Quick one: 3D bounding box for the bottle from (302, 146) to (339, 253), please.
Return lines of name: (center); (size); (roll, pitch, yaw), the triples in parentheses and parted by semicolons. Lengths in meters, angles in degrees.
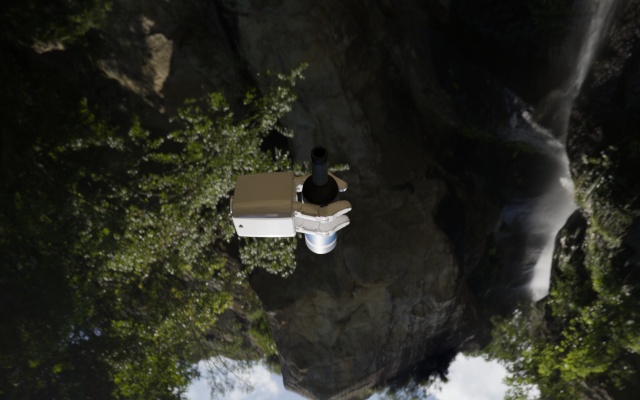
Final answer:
bottle: (0.000, 0.003, 0.877); (0.069, 0.069, 0.296); (0, -32, 1)
